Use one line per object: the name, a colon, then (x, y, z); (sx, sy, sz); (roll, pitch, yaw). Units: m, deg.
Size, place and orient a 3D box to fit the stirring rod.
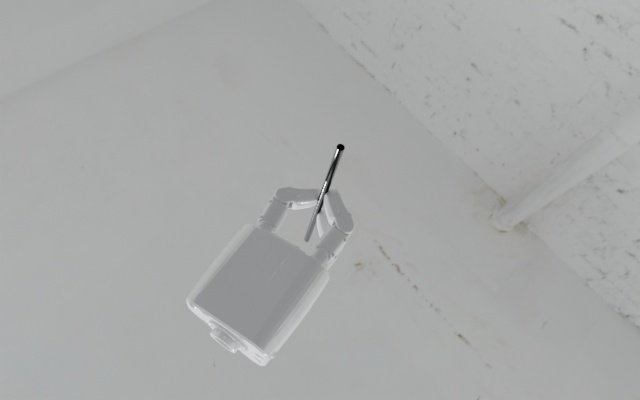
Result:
stirring rod: (0.000, 0.002, 0.562); (0.011, 0.011, 0.240); (0, -26, -10)
